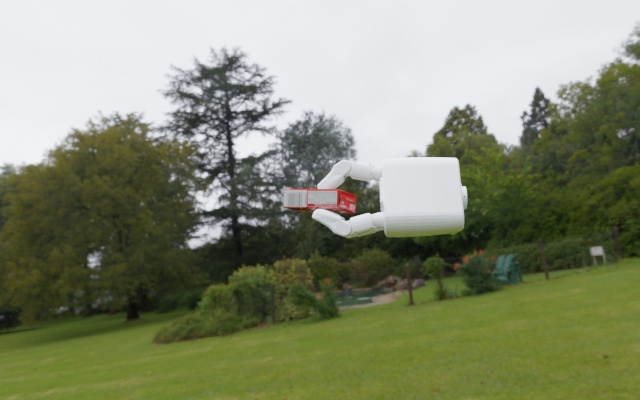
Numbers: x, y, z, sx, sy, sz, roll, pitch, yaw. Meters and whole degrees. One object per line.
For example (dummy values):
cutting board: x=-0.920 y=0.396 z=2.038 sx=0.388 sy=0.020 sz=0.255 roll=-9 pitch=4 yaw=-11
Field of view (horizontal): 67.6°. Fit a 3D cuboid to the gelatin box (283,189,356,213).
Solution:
gelatin box: x=0.000 y=0.002 z=0.706 sx=0.089 sy=0.030 sz=0.073 roll=0 pitch=-7 yaw=22
